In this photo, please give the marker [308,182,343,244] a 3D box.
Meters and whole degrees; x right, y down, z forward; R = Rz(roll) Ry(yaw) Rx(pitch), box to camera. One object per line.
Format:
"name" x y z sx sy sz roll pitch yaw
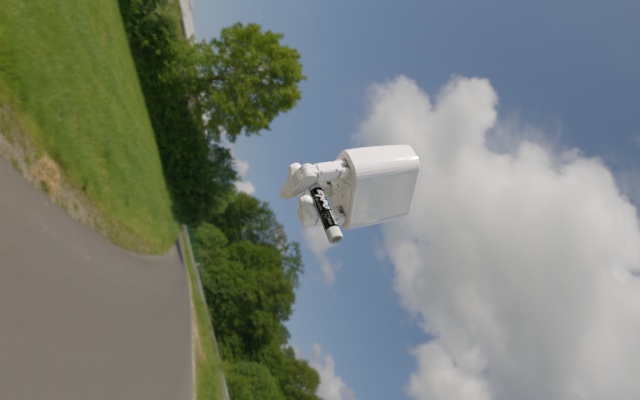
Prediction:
"marker" 0.000 0.002 0.628 0.020 0.121 0.020 -16 -33 -11
